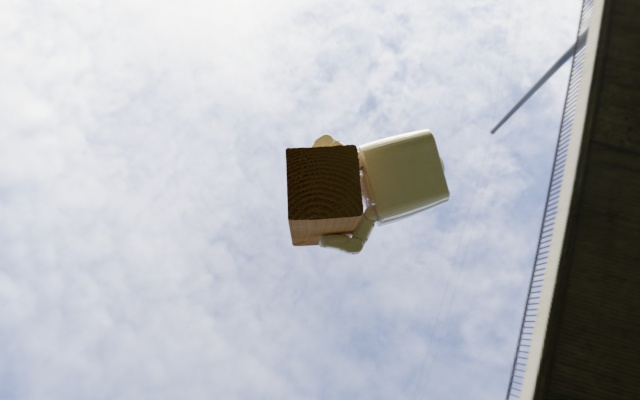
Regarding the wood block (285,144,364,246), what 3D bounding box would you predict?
[{"bbox_3d":[0.001,0.002,0.660,0.090,0.090,0.206,-3,-14,-2],"label":"wood block"}]
